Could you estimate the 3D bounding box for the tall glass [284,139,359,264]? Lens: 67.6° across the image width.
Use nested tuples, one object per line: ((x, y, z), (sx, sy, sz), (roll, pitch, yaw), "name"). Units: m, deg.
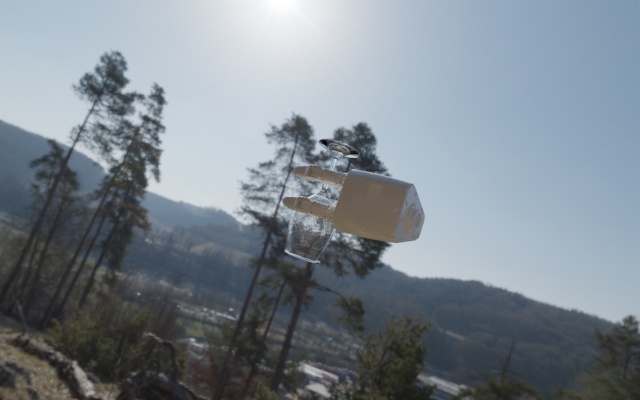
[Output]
((0.000, 0.002, 0.805), (0.079, 0.201, 0.079), (19, -9, 3), "tall glass")
